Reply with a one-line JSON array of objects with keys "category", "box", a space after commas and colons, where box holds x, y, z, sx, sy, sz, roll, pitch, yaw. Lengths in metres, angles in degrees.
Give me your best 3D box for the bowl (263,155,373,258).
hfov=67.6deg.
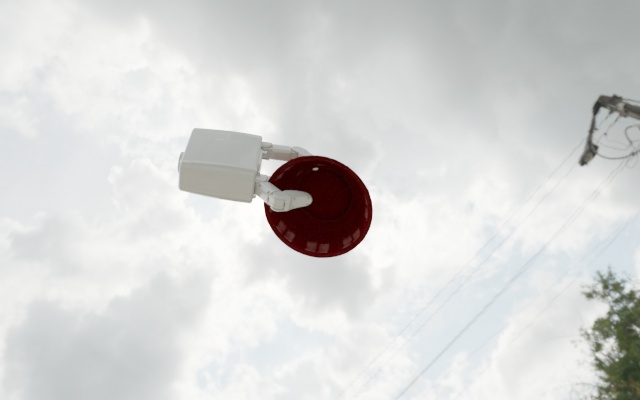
[{"category": "bowl", "box": [0.001, 0.003, 0.706, 0.162, 0.162, 0.055, 0, 24, 13]}]
